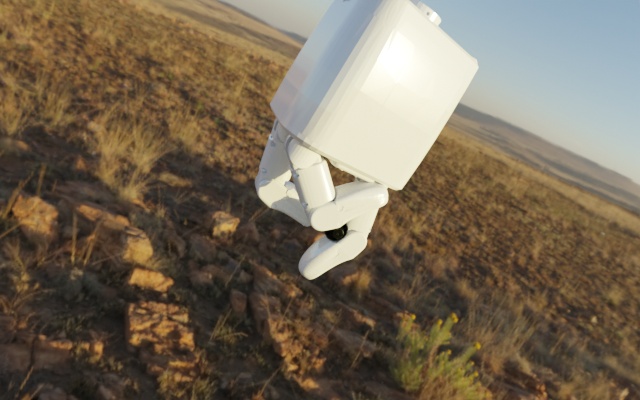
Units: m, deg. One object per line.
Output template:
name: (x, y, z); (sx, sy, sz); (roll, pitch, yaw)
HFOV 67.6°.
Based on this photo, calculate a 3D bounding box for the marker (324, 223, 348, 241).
marker: (0.000, 0.001, 0.415); (0.020, 0.020, 0.121); (0, 23, -14)
